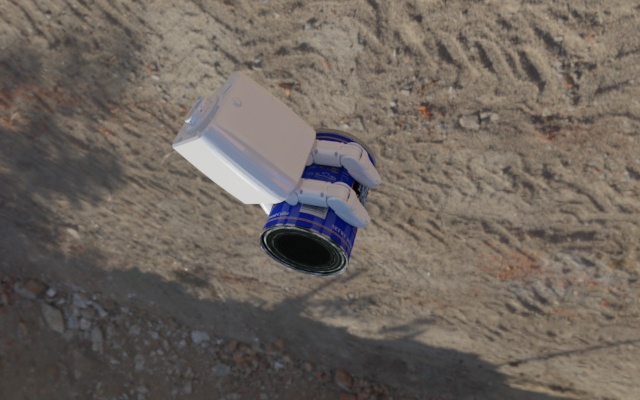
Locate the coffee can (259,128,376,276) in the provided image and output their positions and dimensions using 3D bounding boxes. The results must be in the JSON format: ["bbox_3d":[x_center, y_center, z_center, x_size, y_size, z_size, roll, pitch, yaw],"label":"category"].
[{"bbox_3d":[0.000,0.002,0.556,0.103,0.140,0.103,13,-33,9],"label":"coffee can"}]
